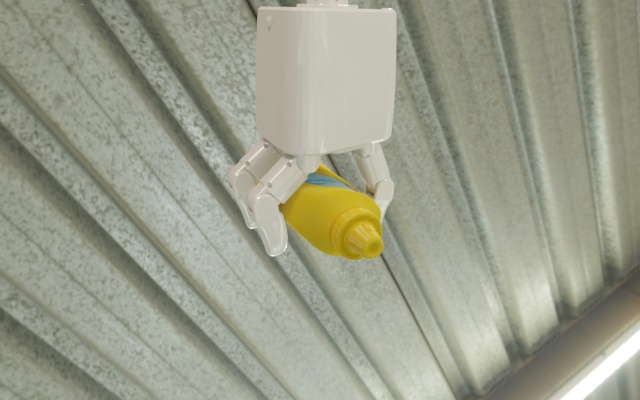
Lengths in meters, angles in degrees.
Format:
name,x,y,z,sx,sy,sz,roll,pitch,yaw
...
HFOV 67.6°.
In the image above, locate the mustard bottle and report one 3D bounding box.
name,x,y,z,sx,sy,sz,roll,pitch,yaw
mustard bottle,0.000,0.002,0.432,0.096,0.058,0.191,18,12,-31
